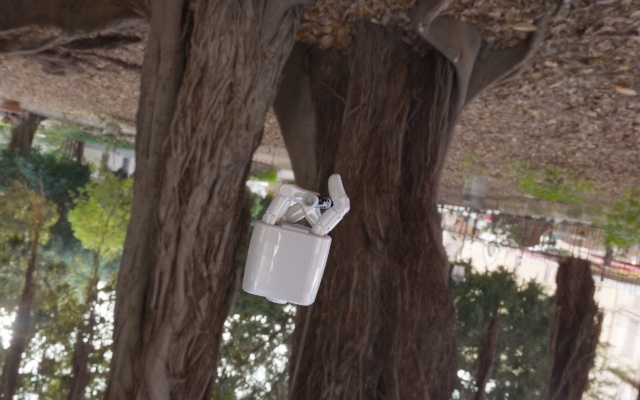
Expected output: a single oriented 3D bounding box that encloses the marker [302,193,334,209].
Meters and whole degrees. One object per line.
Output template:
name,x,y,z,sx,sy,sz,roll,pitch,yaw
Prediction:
marker,0.000,0.002,0.675,0.020,0.020,0.121,0,-2,14
